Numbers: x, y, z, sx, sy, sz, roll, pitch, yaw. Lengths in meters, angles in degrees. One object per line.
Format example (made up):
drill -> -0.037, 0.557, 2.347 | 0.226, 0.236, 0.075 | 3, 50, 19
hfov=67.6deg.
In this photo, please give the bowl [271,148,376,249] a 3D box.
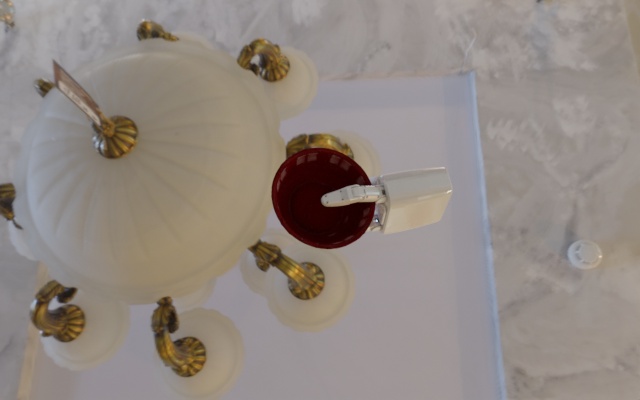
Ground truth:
bowl -> -0.001, 0.002, 0.737 | 0.162, 0.162, 0.055 | 0, -19, -16
